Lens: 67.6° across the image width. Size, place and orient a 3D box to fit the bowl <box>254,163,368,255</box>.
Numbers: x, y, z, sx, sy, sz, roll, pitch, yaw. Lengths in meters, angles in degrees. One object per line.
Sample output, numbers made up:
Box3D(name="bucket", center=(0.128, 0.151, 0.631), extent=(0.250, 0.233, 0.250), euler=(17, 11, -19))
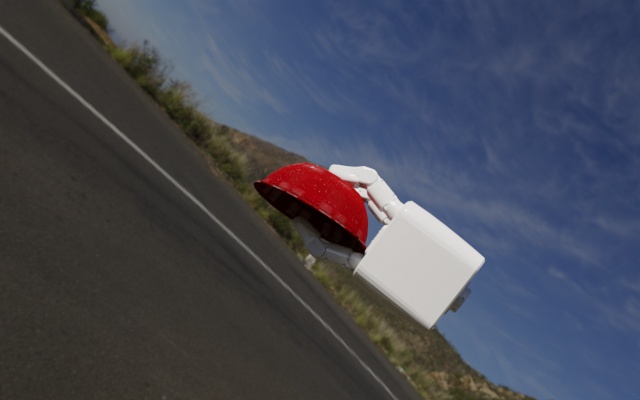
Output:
Box3D(name="bowl", center=(-0.001, 0.001, 0.585), extent=(0.162, 0.055, 0.162), euler=(30, -12, 7))
